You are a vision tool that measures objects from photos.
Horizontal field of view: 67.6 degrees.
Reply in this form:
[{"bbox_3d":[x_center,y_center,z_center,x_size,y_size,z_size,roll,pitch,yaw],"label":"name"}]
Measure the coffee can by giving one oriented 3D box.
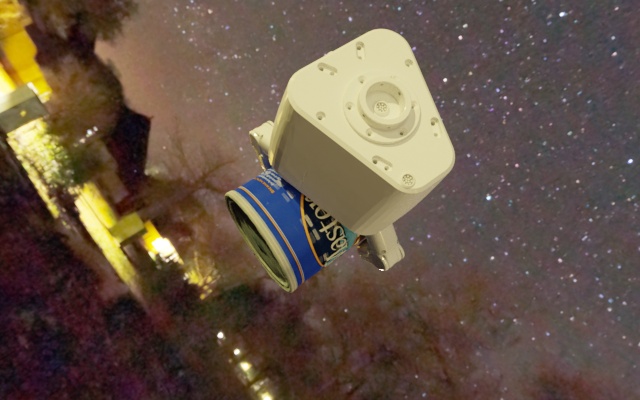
[{"bbox_3d":[0.000,0.002,0.435,0.140,0.103,0.103,-34,11,-17],"label":"coffee can"}]
